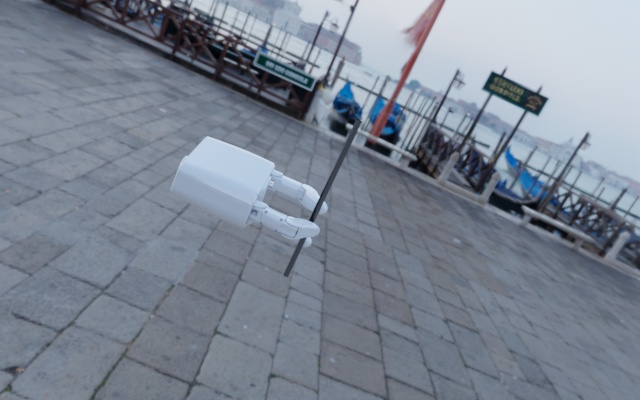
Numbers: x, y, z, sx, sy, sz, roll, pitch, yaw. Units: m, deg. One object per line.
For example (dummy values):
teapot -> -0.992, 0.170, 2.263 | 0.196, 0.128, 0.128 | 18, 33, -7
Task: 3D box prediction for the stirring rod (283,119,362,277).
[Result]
stirring rod -> 0.000, 0.002, 0.643 | 0.011, 0.239, 0.011 | 23, 17, -7
